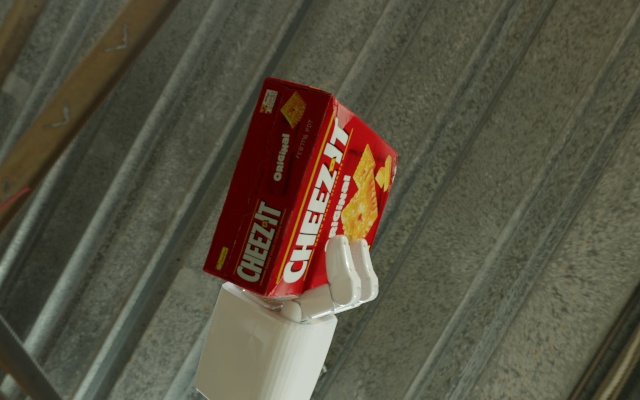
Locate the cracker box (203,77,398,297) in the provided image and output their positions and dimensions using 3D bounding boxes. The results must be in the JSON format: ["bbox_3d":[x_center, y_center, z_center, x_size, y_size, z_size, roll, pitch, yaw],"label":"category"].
[{"bbox_3d":[0.000,0.001,0.459,0.072,0.164,0.214,18,0,23],"label":"cracker box"}]
